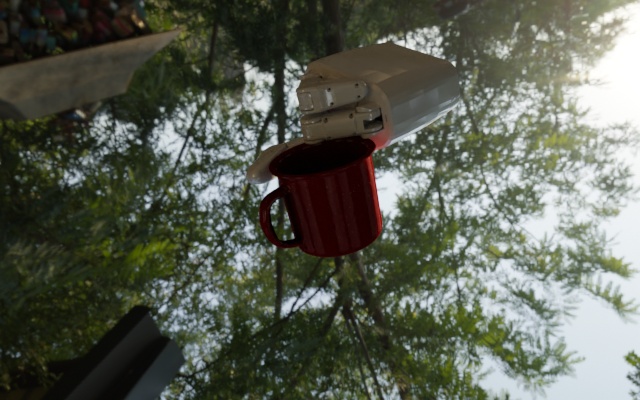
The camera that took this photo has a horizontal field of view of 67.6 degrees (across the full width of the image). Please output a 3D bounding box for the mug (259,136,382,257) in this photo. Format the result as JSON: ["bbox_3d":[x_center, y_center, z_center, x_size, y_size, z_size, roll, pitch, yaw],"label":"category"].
[{"bbox_3d":[-0.001,0.002,0.416,0.117,0.081,0.093,-28,28,-30],"label":"mug"}]
